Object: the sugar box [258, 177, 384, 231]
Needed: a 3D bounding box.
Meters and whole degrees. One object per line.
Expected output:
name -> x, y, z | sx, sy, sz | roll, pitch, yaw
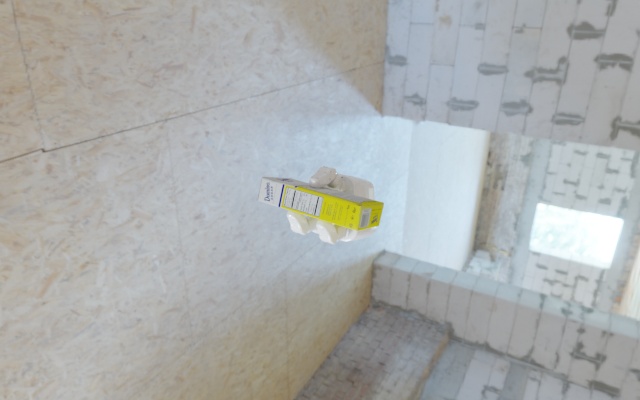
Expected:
sugar box -> 0.000, 0.003, 0.749 | 0.176, 0.048, 0.093 | 13, 7, 27
